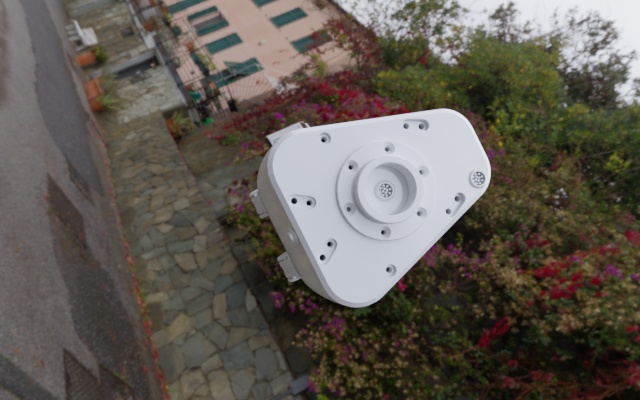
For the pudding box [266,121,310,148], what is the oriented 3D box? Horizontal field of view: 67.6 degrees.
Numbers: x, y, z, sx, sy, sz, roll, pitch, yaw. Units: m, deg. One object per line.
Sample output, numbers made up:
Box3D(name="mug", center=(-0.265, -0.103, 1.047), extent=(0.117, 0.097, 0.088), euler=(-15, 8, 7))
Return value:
Box3D(name="pudding box", center=(0.000, 0.001, 0.408), extent=(0.039, 0.113, 0.090), euler=(-26, -28, -8))
